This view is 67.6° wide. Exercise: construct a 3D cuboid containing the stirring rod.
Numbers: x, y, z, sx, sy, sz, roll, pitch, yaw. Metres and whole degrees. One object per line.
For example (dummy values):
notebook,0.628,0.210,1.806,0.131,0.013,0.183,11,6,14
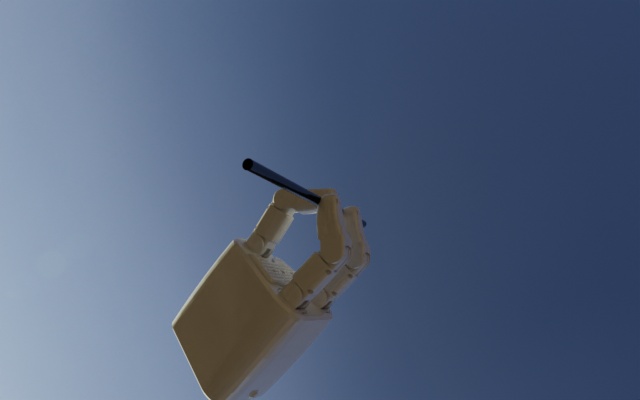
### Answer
stirring rod,0.000,0.001,0.409,0.011,0.011,0.239,0,-12,23
